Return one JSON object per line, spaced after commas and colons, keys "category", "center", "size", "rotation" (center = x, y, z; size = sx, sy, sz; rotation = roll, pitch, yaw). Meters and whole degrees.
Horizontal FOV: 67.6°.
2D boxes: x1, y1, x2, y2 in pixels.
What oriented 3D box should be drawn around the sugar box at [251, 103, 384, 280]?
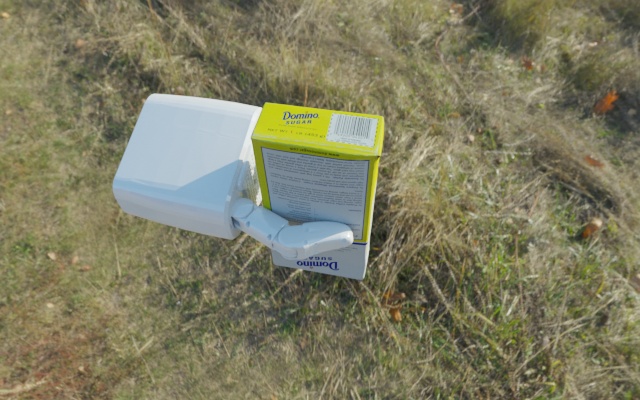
{"category": "sugar box", "center": [0.000, 0.001, 0.409], "size": [0.093, 0.048, 0.176], "rotation": [9, -35, 7]}
